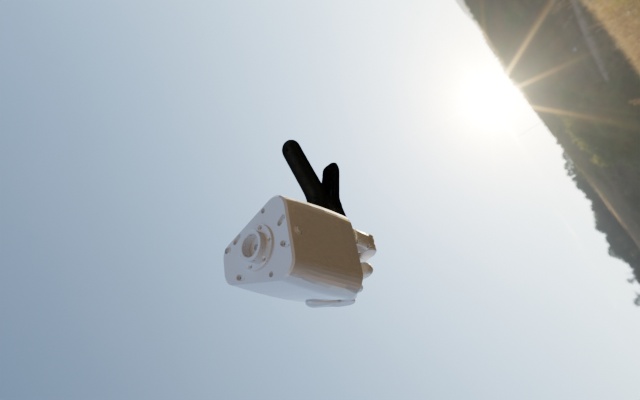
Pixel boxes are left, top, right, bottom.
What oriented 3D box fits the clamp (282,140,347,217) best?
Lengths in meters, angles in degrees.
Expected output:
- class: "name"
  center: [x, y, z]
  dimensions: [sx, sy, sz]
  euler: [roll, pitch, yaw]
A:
- class: "clamp"
  center: [0.000, 0.002, 0.611]
  dimensions: [0.039, 0.171, 0.120]
  euler: [-32, -36, 28]
